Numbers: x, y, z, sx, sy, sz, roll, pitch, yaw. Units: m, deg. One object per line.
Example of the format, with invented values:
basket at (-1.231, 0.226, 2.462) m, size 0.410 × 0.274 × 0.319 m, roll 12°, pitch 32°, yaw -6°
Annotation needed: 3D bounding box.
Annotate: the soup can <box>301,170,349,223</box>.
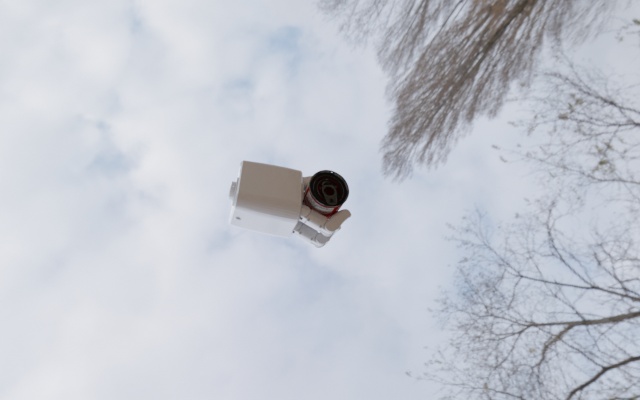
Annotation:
soup can at (0.001, 0.003, 0.813) m, size 0.068 × 0.068 × 0.102 m, roll 0°, pitch -27°, yaw -19°
